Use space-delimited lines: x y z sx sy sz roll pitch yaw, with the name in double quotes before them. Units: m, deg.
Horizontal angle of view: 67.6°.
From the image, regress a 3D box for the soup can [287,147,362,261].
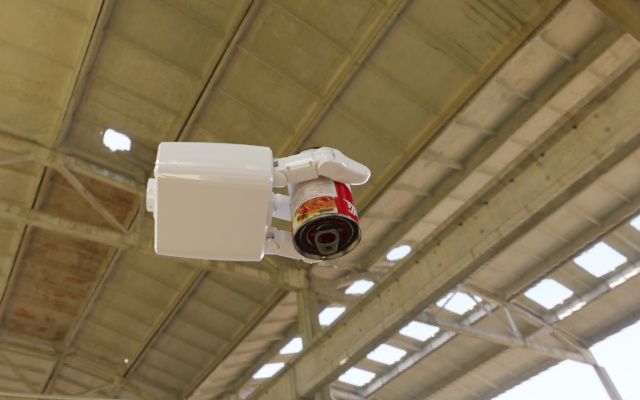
"soup can" 0.001 0.001 0.495 0.068 0.102 0.069 -5 -44 -5
